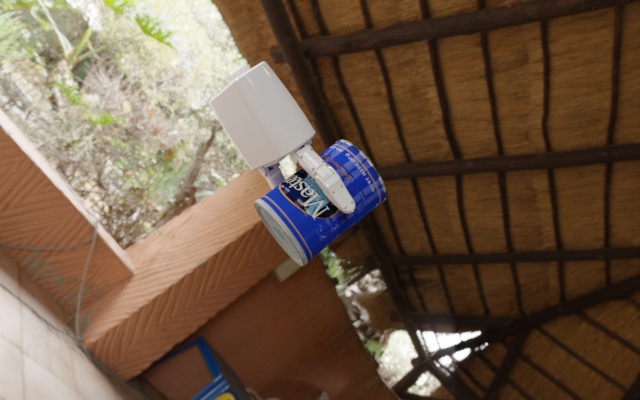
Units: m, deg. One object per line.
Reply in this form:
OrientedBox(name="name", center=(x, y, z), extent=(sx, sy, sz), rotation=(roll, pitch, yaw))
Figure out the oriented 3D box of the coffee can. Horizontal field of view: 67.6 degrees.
OrientedBox(name="coffee can", center=(0.000, 0.002, 0.621), extent=(0.140, 0.103, 0.103), rotation=(-37, 11, -15))
